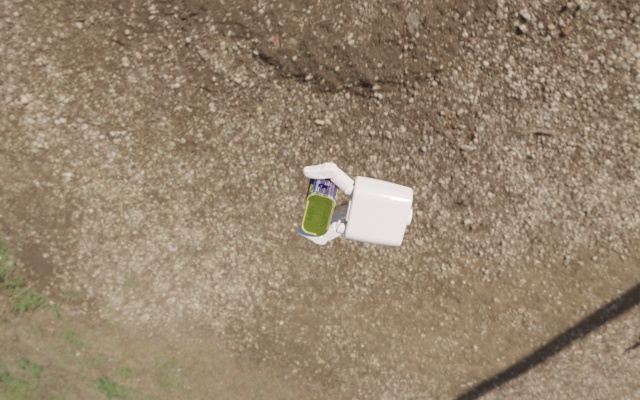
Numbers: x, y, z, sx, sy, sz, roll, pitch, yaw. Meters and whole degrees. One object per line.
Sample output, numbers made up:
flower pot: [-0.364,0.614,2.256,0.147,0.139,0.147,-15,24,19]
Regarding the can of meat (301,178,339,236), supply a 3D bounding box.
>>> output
can of meat: [0.000,0.003,0.880,0.057,0.102,0.084,13,39,-1]
